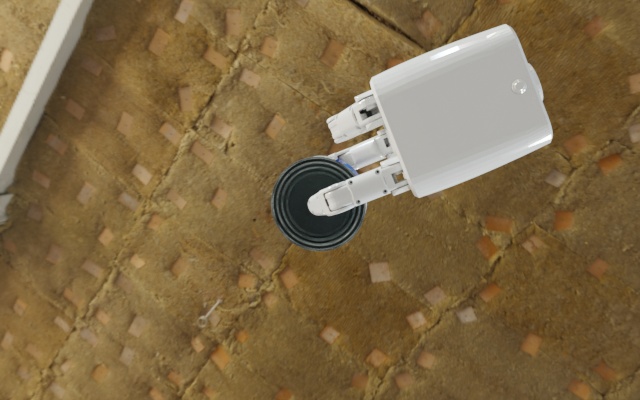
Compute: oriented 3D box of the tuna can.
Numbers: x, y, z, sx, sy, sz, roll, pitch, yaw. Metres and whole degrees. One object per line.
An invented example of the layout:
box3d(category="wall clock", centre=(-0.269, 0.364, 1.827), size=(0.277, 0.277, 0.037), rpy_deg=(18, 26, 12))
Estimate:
box3d(category="tuna can", centre=(0.000, 0.001, 0.441), size=(0.086, 0.086, 0.033), rpy_deg=(0, 9, 9))
